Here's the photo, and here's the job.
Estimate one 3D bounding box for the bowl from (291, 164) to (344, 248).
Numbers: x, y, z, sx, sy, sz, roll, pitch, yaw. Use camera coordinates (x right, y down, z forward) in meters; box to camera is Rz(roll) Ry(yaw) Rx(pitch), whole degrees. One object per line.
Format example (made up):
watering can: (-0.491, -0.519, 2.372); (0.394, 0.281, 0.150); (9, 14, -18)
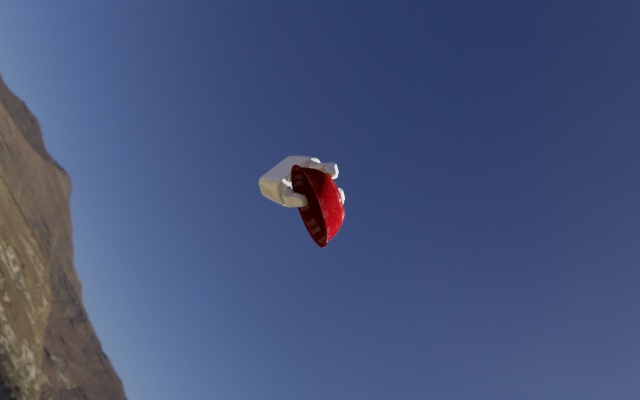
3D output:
bowl: (0.001, 0.003, 0.885); (0.055, 0.162, 0.162); (-19, 5, -15)
